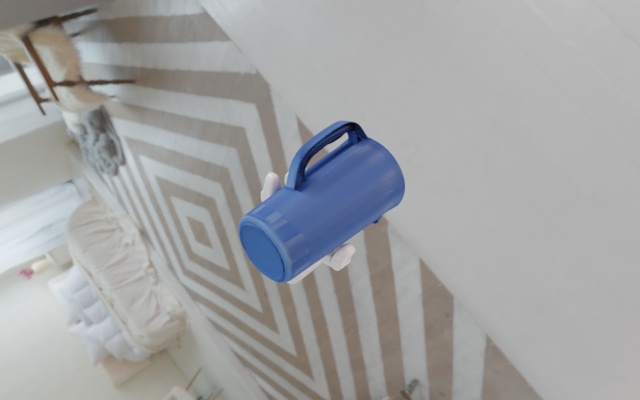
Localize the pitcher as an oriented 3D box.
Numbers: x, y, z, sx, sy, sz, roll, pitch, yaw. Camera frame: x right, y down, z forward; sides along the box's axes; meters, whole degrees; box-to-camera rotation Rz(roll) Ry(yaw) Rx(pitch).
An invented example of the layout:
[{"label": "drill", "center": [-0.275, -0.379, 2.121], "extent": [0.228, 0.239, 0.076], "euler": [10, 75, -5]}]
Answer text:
[{"label": "pitcher", "center": [0.000, 0.002, 0.699], "extent": [0.242, 0.149, 0.145], "euler": [-35, -10, -34]}]
